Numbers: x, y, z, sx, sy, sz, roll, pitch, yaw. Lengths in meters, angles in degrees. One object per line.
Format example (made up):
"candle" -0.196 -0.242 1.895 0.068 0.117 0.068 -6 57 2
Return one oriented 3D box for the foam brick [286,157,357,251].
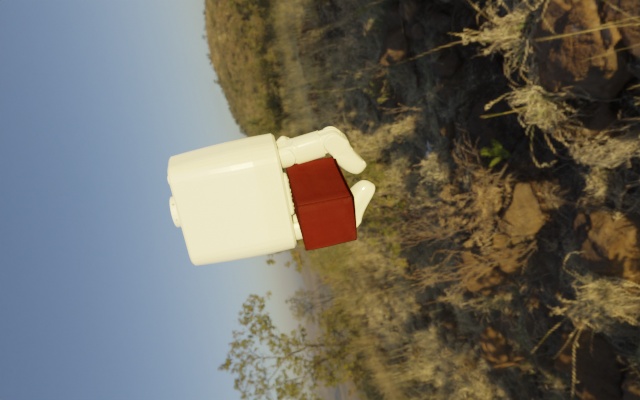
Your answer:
"foam brick" 0.000 0.002 0.459 0.051 0.053 0.078 -12 34 -6
